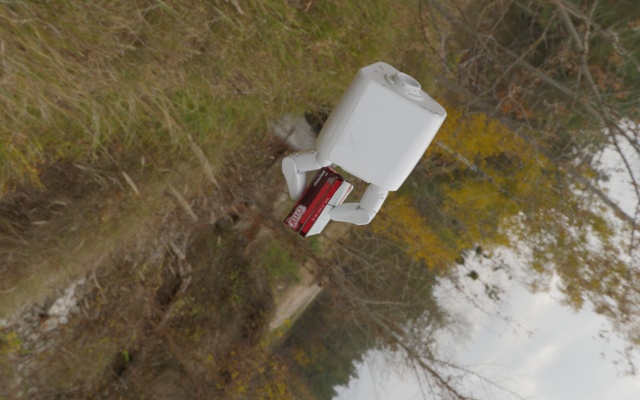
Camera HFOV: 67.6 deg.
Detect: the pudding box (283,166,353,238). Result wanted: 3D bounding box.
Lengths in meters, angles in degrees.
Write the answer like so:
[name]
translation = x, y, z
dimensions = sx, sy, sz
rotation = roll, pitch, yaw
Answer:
[pudding box]
translation = 0.000, 0.002, 0.635
dimensions = 0.039, 0.090, 0.113
rotation = 37, 5, 10
